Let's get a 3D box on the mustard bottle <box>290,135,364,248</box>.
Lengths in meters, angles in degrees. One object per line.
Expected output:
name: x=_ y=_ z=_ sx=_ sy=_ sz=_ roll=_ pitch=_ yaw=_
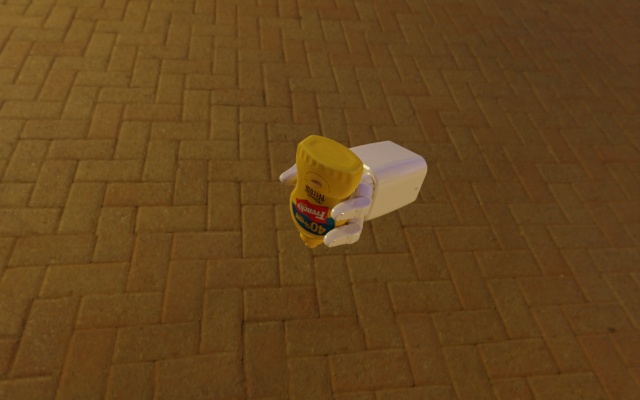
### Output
mustard bottle: x=0.000 y=0.002 z=0.713 sx=0.096 sy=0.192 sz=0.058 roll=30 pitch=46 yaw=18
